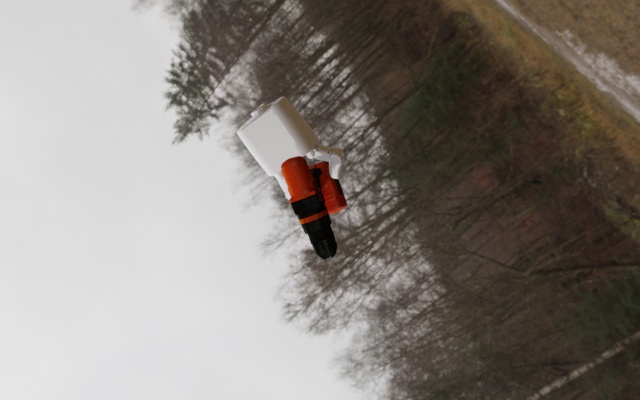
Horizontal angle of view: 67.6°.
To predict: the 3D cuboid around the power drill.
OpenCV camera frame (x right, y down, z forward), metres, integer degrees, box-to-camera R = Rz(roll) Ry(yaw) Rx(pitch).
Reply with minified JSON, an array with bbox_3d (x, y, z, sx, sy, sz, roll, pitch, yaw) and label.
[{"bbox_3d":[0.000,0.003,0.875,0.057,0.184,0.187,-19,4,14],"label":"power drill"}]
